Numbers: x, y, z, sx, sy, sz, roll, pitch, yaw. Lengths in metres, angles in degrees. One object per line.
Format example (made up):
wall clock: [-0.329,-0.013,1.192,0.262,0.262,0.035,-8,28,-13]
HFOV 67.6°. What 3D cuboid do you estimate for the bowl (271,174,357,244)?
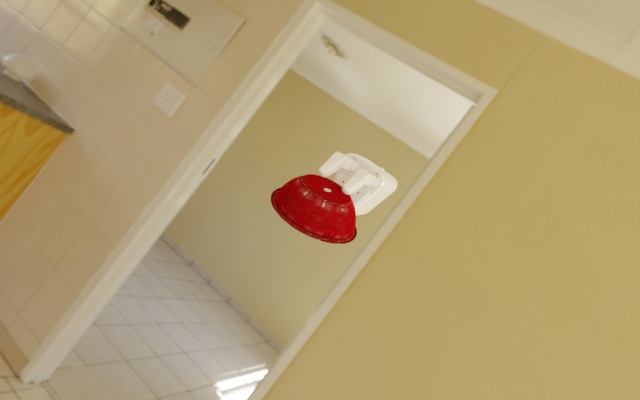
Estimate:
bowl: [0.000,0.003,0.805,0.162,0.055,0.162,22,25,-11]
